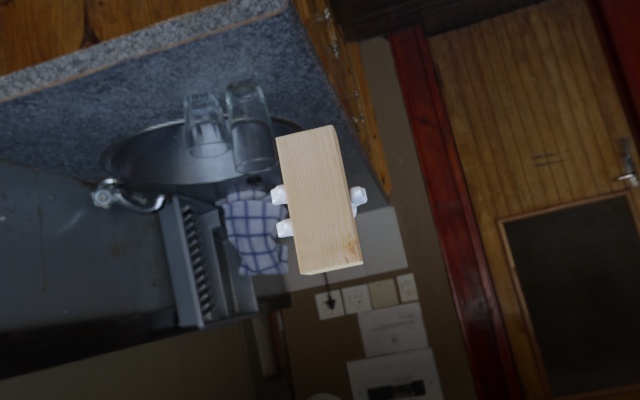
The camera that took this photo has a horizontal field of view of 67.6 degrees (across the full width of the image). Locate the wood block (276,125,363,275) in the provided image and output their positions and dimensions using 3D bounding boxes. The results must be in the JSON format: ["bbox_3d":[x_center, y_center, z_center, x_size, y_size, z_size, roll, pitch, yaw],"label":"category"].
[{"bbox_3d":[0.000,0.003,0.732,0.091,0.206,0.090,-12,-11,5],"label":"wood block"}]
